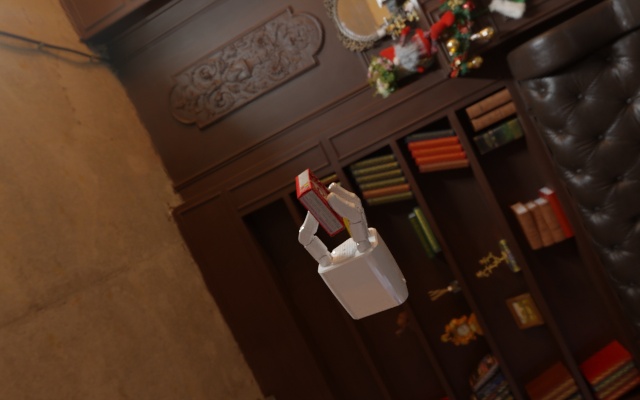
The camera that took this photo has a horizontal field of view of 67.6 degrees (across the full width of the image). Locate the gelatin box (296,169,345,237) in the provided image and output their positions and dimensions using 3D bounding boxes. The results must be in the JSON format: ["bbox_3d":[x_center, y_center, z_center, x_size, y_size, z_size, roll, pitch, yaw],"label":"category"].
[{"bbox_3d":[0.000,0.002,0.740,0.030,0.089,0.073,-35,25,13],"label":"gelatin box"}]
